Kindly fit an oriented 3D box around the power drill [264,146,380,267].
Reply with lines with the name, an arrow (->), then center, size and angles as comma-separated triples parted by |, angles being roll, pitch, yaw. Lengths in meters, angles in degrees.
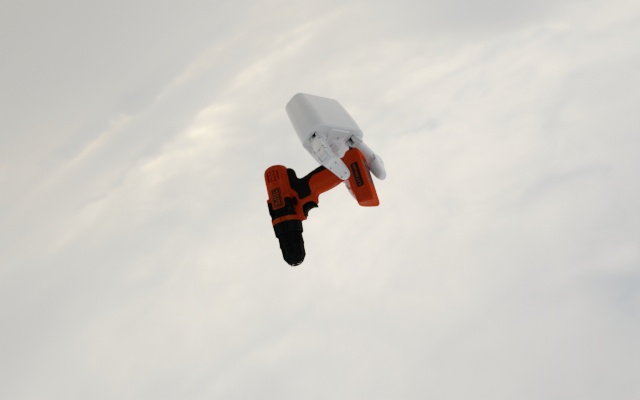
power drill -> 0.000, 0.002, 0.807 | 0.187, 0.184, 0.057 | -19, -18, 13
